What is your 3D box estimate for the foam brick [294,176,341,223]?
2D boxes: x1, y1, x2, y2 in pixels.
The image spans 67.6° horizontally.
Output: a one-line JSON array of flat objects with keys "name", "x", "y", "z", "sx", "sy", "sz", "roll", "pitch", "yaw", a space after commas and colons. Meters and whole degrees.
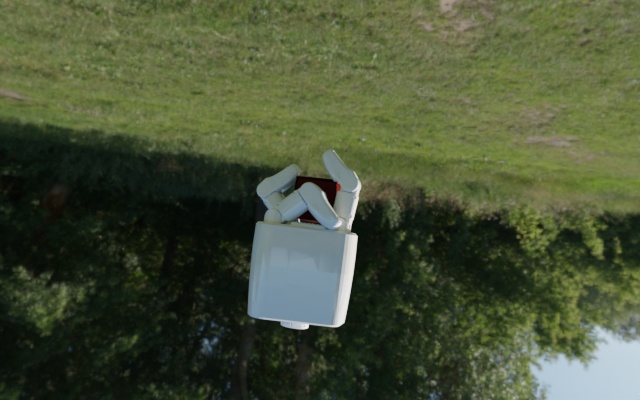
[{"name": "foam brick", "x": 0.000, "y": 0.002, "z": 0.598, "sx": 0.053, "sy": 0.051, "sz": 0.078, "roll": 6, "pitch": -4, "yaw": 14}]
